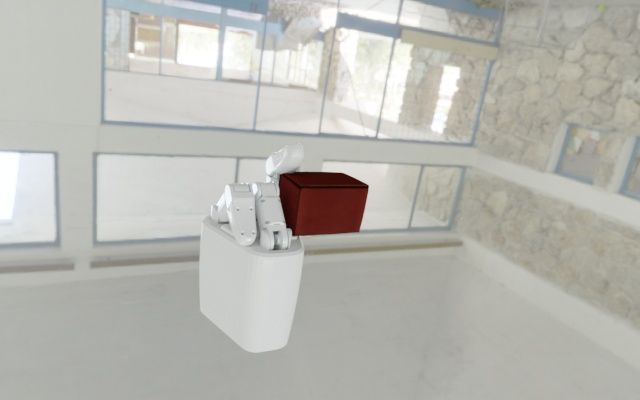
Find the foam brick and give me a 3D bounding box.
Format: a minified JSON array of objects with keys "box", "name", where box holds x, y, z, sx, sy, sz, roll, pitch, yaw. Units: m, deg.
[{"box":[0.000,0.002,0.485,0.078,0.051,0.053,-1,19,-28],"name":"foam brick"}]
